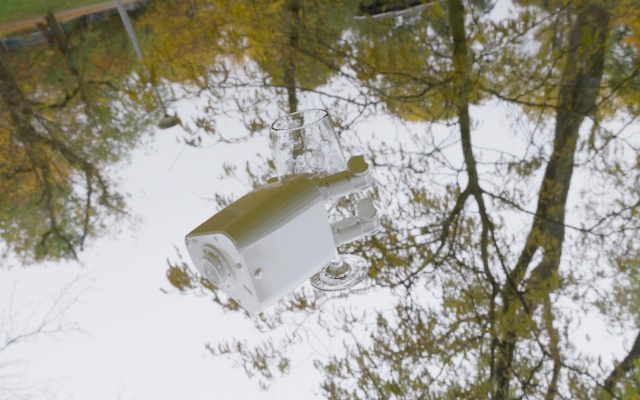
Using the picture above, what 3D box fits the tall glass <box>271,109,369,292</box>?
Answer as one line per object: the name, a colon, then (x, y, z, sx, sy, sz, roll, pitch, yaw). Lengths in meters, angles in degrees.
tall glass: (0.000, 0.002, 0.541, 0.079, 0.201, 0.079, -12, 26, 6)
